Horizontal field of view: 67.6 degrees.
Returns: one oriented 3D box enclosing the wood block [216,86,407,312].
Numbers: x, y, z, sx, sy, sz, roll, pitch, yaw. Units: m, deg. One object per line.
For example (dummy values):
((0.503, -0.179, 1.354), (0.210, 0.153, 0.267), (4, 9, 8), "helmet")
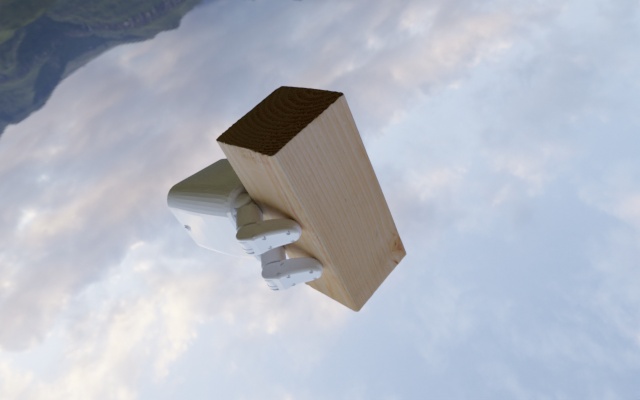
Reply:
((0.000, 0.001, 0.472), (0.090, 0.206, 0.090), (19, 56, 44), "wood block")
